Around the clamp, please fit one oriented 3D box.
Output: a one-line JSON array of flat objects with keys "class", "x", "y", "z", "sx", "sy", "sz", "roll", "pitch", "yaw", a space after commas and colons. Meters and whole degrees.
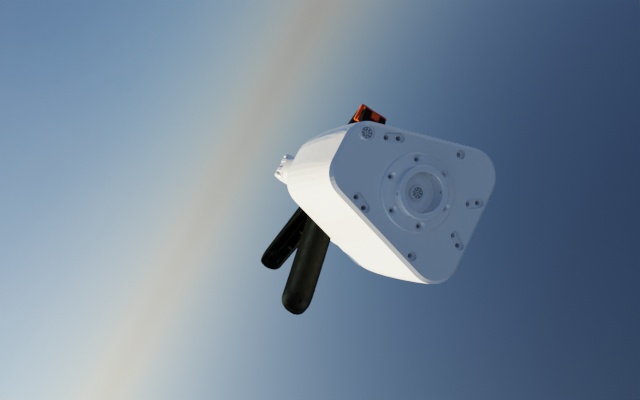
[{"class": "clamp", "x": 0.000, "y": 0.001, "z": 0.488, "sx": 0.036, "sy": 0.210, "sz": 0.164, "roll": 29, "pitch": -8, "yaw": -17}]
